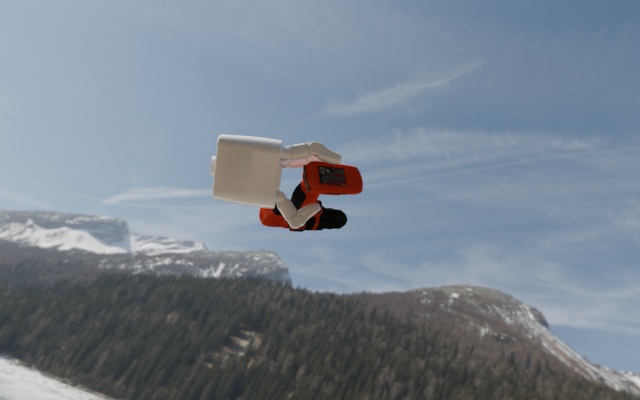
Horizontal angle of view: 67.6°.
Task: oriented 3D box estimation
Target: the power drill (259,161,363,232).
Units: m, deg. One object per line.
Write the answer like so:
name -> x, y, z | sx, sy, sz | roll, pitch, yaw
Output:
power drill -> 0.000, 0.003, 0.878 | 0.184, 0.057, 0.188 | 3, -30, -28
